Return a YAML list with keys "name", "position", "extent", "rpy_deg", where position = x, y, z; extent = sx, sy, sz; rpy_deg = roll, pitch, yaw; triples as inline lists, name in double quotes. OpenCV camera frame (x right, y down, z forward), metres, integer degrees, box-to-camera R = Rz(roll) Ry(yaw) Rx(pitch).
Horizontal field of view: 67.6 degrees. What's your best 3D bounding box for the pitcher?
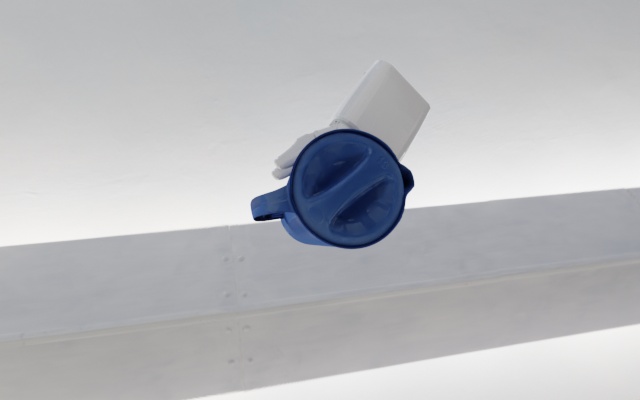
- name: "pitcher"
  position: [0.000, 0.002, 0.628]
  extent: [0.149, 0.145, 0.243]
  rpy_deg: [33, -13, -5]
